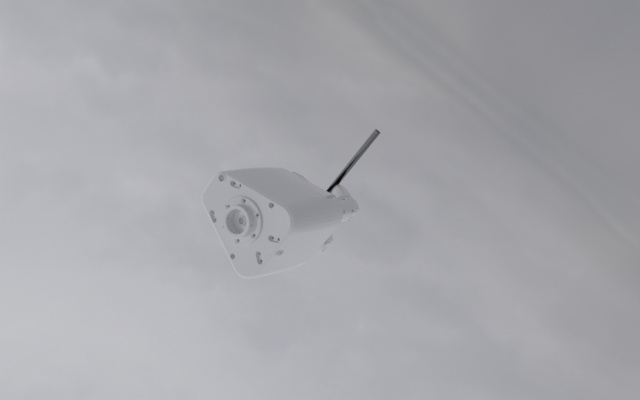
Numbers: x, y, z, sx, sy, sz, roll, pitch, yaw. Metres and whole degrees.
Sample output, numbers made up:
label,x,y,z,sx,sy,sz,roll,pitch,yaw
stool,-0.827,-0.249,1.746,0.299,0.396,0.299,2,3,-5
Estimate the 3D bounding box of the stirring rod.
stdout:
label,x,y,z,sx,sy,sz,roll,pitch,yaw
stirring rod,0.000,0.002,0.630,0.011,0.239,0.011,33,22,-15
